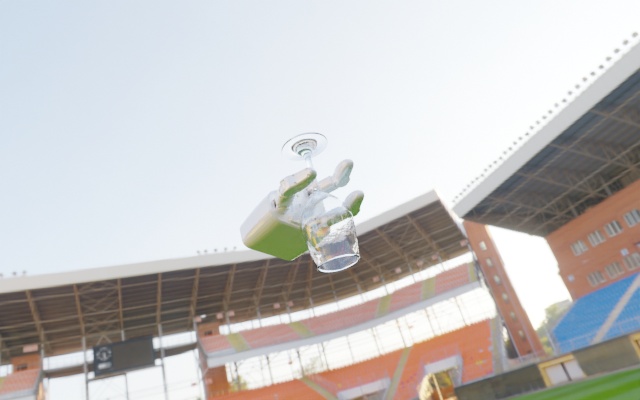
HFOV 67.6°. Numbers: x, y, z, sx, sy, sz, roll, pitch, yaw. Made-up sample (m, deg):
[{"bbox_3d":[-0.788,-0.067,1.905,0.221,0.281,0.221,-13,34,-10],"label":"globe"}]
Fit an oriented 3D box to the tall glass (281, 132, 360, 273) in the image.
[{"bbox_3d":[0.000,0.002,0.704,0.079,0.201,0.079,-13,-25,-6],"label":"tall glass"}]
